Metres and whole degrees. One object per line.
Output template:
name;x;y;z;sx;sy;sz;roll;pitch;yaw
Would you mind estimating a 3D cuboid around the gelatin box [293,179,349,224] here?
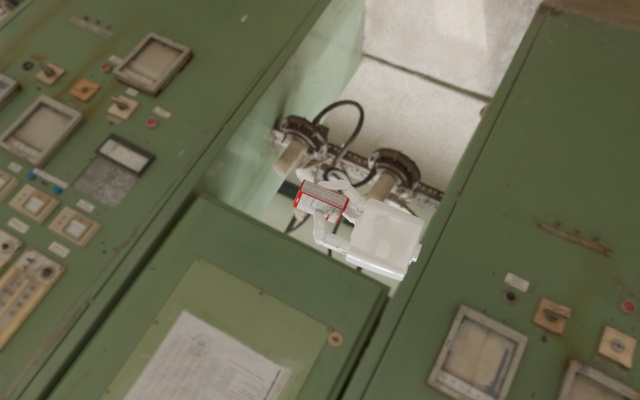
gelatin box;0.000;0.003;0.862;0.089;0.030;0.073;22;-25;-3
